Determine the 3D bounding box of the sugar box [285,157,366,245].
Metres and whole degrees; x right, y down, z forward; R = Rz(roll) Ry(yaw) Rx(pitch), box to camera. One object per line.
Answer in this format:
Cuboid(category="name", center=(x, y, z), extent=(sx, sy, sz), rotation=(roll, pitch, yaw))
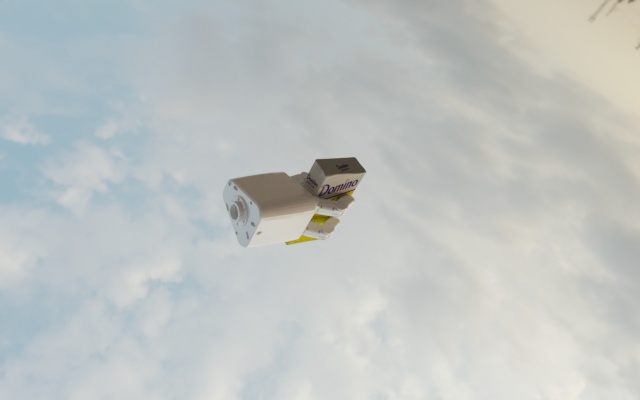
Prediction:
Cuboid(category="sugar box", center=(0.000, 0.003, 0.841), extent=(0.093, 0.048, 0.176), rotation=(-8, -37, -39))
